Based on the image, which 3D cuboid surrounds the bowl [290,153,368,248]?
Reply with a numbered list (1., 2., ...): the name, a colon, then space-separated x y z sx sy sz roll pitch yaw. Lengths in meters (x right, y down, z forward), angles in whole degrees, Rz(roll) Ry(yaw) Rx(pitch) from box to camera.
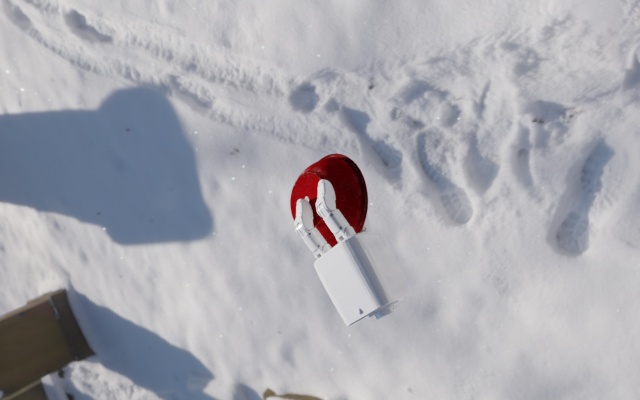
1. bowl: -0.001 0.002 0.764 0.055 0.162 0.162 3 -2 -40
